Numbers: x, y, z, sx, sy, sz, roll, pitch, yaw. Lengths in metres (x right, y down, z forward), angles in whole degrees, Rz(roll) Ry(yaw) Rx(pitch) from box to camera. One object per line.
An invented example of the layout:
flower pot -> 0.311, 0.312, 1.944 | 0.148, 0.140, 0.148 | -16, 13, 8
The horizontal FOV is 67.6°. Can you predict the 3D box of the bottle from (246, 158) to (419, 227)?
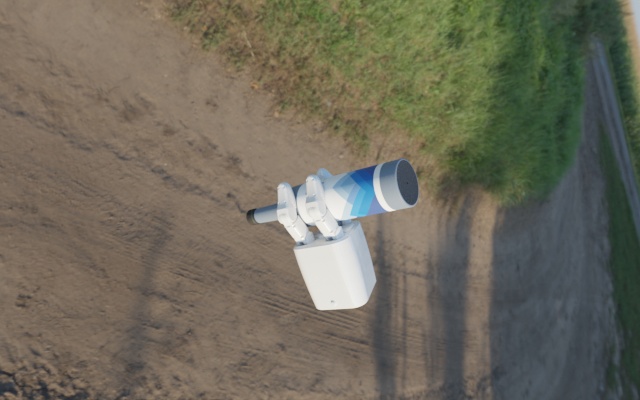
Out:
bottle -> 0.000, 0.002, 0.722 | 0.296, 0.069, 0.069 | -13, -8, 36
